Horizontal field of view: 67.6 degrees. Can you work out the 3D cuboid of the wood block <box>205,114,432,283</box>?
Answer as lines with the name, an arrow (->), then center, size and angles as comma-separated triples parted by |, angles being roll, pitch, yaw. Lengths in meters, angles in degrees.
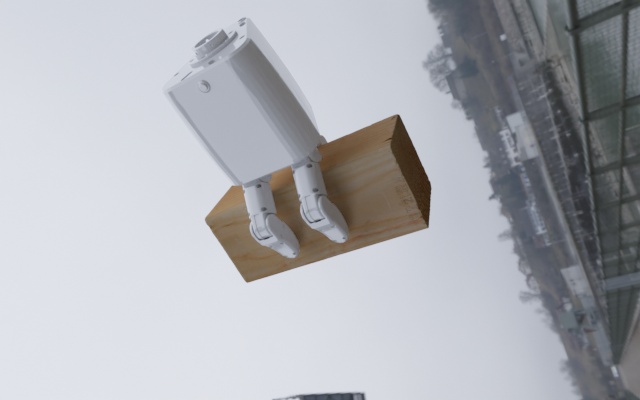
wood block -> 0.000, 0.001, 0.493 | 0.206, 0.090, 0.090 | -20, 23, 24
